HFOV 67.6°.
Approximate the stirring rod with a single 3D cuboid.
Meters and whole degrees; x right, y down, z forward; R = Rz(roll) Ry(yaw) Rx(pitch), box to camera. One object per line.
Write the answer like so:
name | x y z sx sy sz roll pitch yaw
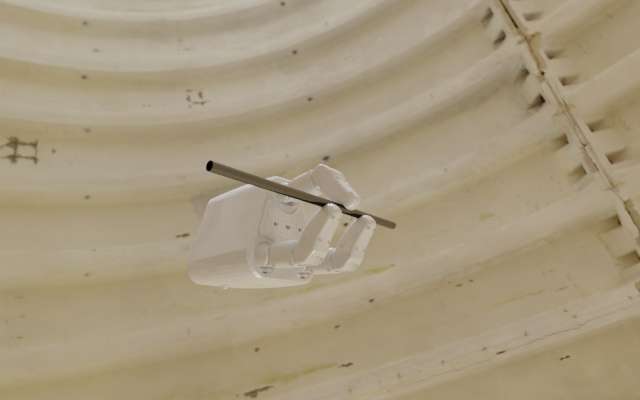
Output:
stirring rod | 0.000 0.001 0.420 0.011 0.011 0.239 0 -12 41
